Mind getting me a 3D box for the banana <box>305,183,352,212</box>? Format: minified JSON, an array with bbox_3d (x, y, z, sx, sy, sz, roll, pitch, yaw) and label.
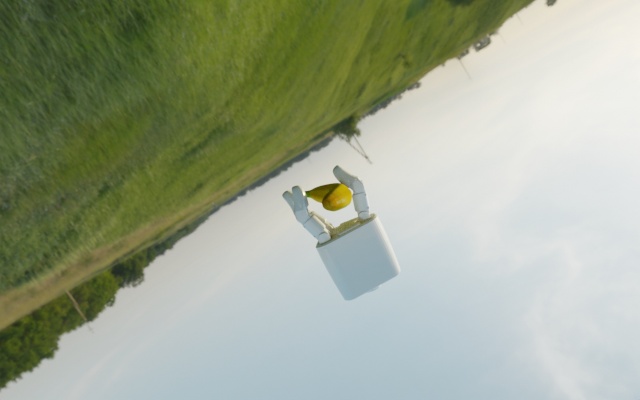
[{"bbox_3d":[0.016,-0.004,0.765,0.069,0.037,0.198,-21,7,-11],"label":"banana"}]
